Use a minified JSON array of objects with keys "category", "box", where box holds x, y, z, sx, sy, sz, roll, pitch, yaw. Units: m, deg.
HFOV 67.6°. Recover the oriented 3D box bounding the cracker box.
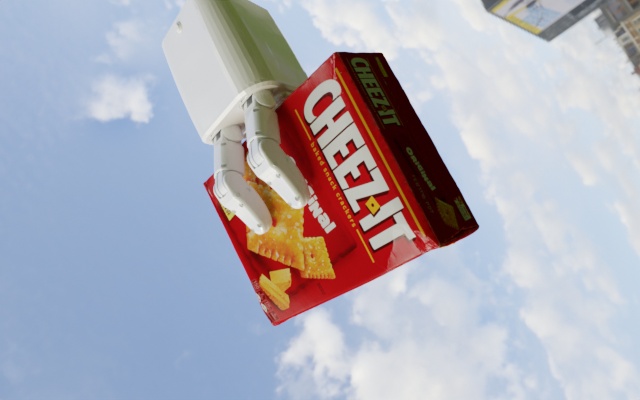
[{"category":"cracker box","box":[0.000,0.001,0.422,0.072,0.164,0.214,-17,-13,-47]}]
